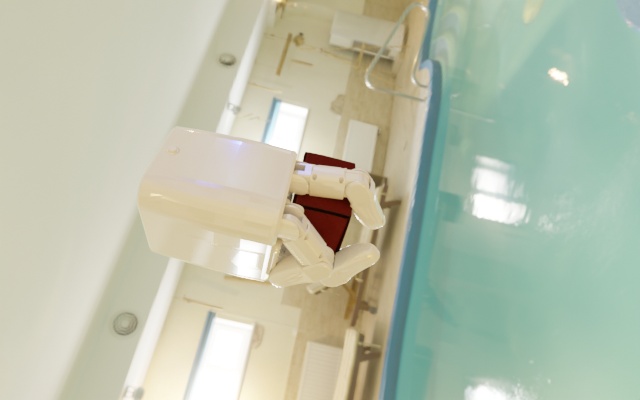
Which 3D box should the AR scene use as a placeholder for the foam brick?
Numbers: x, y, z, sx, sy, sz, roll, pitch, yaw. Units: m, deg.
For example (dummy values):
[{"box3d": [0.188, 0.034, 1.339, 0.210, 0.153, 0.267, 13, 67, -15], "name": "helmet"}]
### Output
[{"box3d": [0.000, 0.001, 0.440, 0.051, 0.053, 0.078, 13, 41, -3], "name": "foam brick"}]
